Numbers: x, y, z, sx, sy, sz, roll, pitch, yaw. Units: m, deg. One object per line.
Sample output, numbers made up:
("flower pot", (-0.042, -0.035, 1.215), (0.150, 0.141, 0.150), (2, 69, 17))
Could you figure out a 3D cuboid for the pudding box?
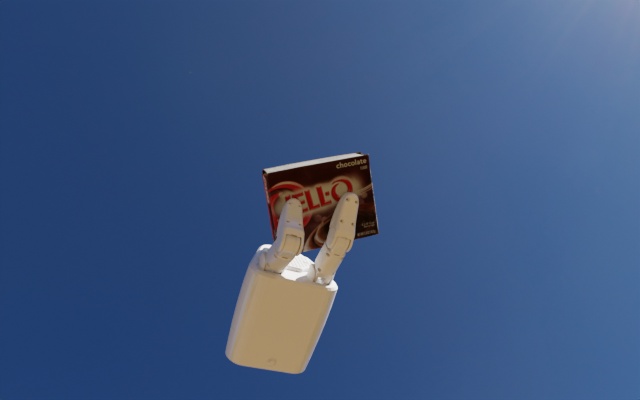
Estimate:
("pudding box", (0.000, 0.002, 0.511), (0.113, 0.090, 0.039), (-13, 16, -12))
